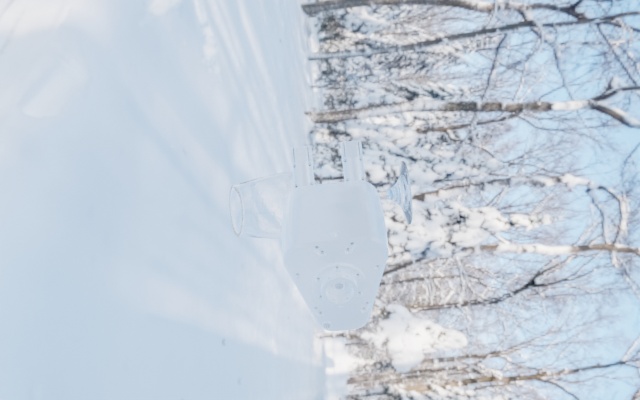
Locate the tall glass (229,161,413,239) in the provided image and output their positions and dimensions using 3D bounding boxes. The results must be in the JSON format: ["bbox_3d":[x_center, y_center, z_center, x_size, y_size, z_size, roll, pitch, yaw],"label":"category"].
[{"bbox_3d":[0.001,0.002,0.553,0.201,0.079,0.079,-6,0,2],"label":"tall glass"}]
